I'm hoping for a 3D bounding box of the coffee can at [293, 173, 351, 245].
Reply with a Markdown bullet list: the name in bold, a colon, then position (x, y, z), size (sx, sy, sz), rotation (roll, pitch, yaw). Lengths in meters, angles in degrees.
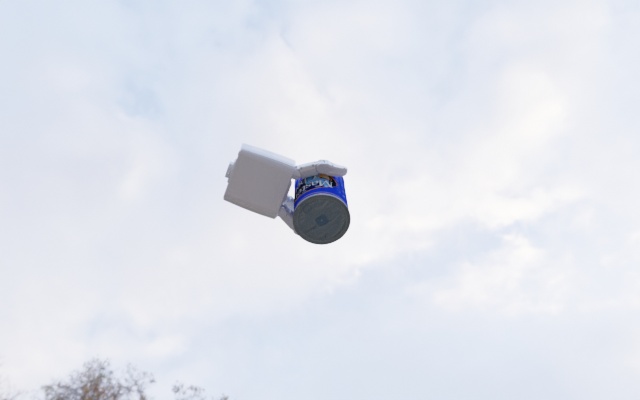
- **coffee can**: position (0.000, 0.003, 0.900), size (0.103, 0.103, 0.140), rotation (0, 28, -2)
